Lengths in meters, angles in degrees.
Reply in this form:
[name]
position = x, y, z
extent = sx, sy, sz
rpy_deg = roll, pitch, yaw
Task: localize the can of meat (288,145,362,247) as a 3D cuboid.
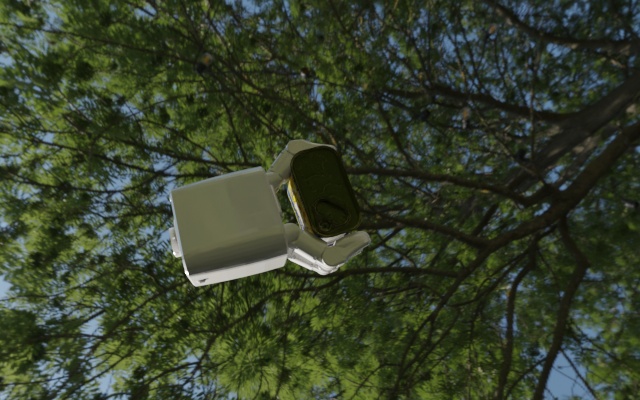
[can of meat]
position = 0.000, 0.002, 0.548
extent = 0.057, 0.102, 0.084
rpy_deg = -17, -15, -14
